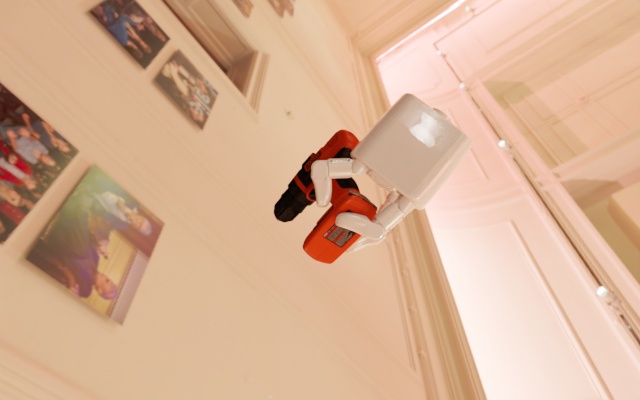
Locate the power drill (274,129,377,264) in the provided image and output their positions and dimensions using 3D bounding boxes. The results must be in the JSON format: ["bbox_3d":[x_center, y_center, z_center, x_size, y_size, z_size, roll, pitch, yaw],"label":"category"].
[{"bbox_3d":[0.000,0.002,0.688,0.057,0.184,0.187,30,23,-28],"label":"power drill"}]
